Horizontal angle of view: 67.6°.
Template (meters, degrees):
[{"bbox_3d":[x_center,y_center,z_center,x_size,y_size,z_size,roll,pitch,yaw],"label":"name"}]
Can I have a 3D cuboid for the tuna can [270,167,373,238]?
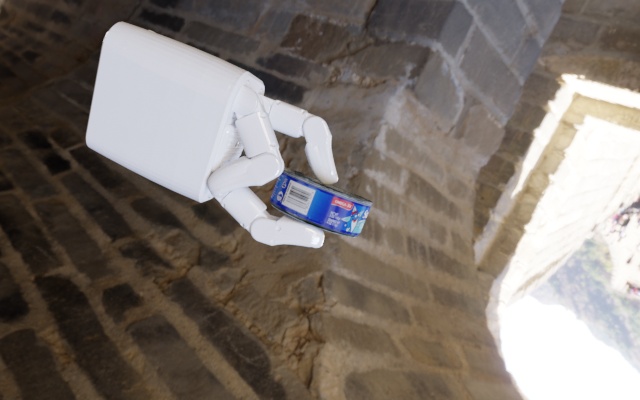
[{"bbox_3d":[0.000,0.002,0.418,0.086,0.034,0.086,21,5,-2],"label":"tuna can"}]
